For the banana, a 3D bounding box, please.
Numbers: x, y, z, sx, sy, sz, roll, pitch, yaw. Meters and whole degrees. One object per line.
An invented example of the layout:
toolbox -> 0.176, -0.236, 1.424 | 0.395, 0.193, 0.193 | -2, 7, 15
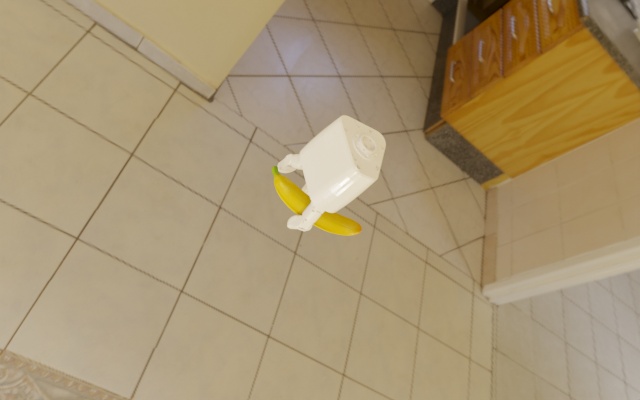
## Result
banana -> -0.007, 0.013, 0.825 | 0.198, 0.069, 0.037 | 37, -48, -13
